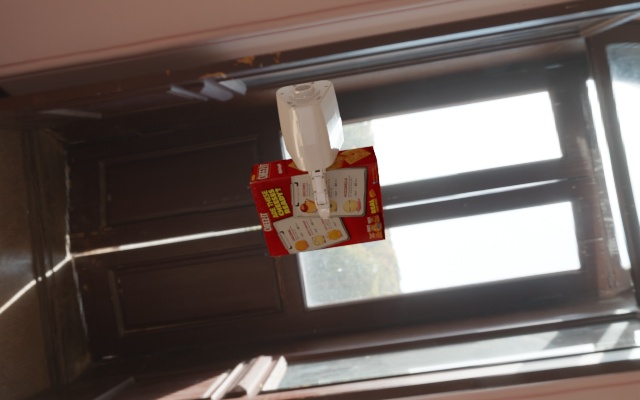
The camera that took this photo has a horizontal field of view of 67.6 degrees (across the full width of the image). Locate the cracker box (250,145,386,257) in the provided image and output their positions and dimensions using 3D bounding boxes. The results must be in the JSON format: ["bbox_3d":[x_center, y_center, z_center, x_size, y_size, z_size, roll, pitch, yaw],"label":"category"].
[{"bbox_3d":[0.000,0.003,0.843,0.214,0.164,0.072,-9,33,3],"label":"cracker box"}]
